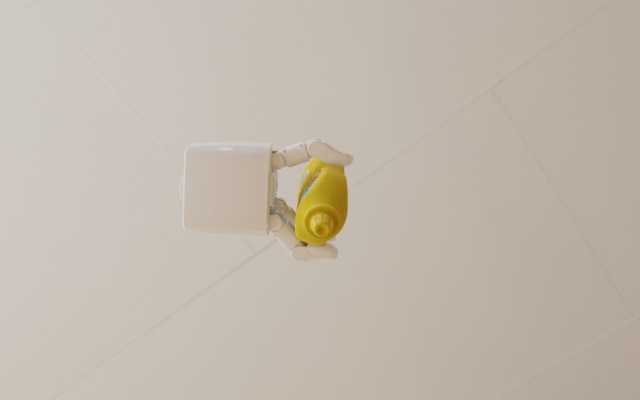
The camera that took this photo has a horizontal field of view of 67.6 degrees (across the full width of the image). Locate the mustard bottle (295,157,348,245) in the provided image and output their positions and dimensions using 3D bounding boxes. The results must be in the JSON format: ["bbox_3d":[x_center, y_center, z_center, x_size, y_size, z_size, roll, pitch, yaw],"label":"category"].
[{"bbox_3d":[0.000,0.002,0.601,0.058,0.096,0.191,24,16,-8],"label":"mustard bottle"}]
